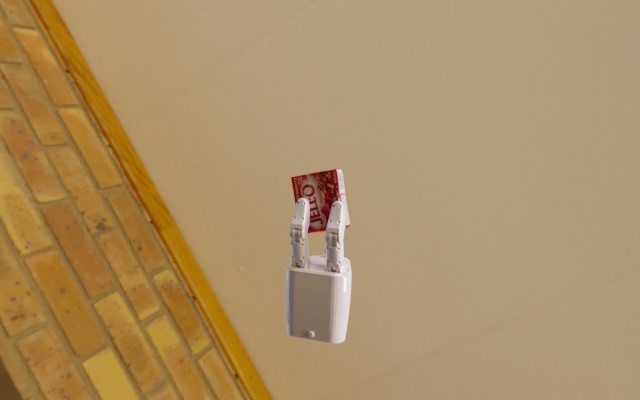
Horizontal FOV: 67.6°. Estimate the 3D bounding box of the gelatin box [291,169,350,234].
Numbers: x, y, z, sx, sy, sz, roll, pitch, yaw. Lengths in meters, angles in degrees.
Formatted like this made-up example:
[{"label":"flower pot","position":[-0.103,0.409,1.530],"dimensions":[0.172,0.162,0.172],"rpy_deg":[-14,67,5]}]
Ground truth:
[{"label":"gelatin box","position":[0.000,0.002,0.709],"dimensions":[0.073,0.089,0.030],"rpy_deg":[-9,-2,19]}]
